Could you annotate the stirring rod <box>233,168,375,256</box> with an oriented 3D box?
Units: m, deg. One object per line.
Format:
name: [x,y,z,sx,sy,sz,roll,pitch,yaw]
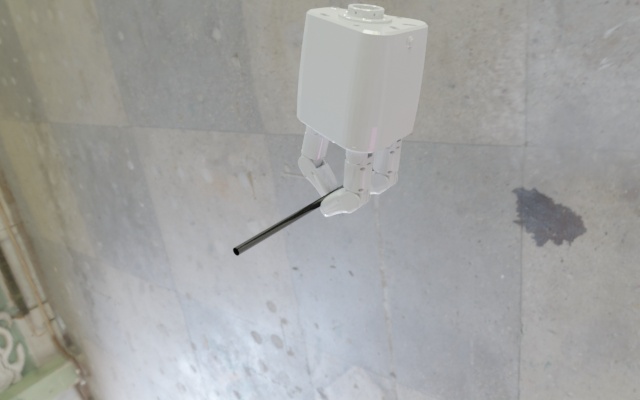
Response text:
stirring rod: [0.000,0.002,0.501,0.011,0.011,0.239,0,21,41]
